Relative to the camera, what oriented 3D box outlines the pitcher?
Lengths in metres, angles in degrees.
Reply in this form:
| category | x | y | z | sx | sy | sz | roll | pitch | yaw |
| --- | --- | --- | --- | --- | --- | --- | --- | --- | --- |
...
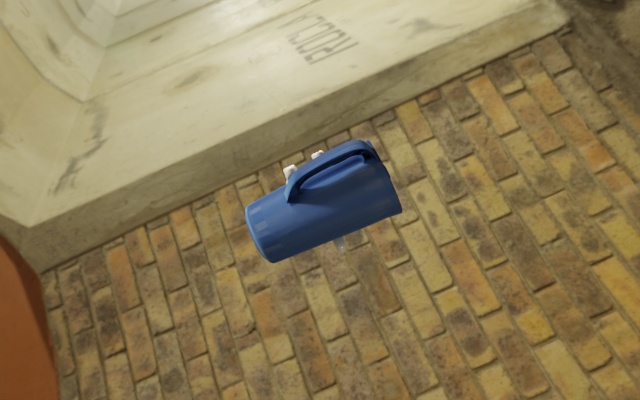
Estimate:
| category | x | y | z | sx | sy | sz | roll | pitch | yaw |
| --- | --- | --- | --- | --- | --- | --- | --- | --- | --- |
| pitcher | 0.000 | 0.003 | 0.788 | 0.243 | 0.149 | 0.145 | -25 | 8 | 2 |
